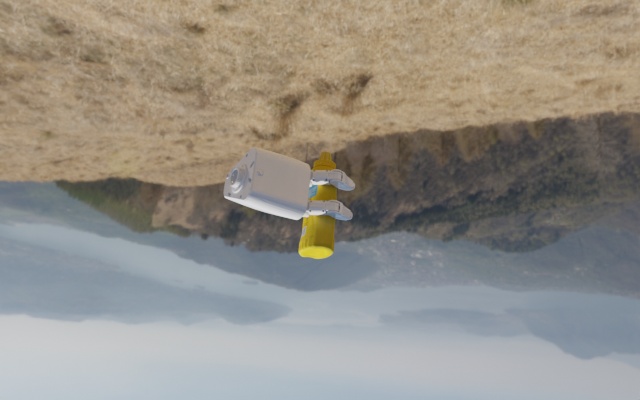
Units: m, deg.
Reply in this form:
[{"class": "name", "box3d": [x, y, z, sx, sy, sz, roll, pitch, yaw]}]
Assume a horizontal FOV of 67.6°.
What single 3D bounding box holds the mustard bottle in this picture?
[{"class": "mustard bottle", "box3d": [0.000, 0.003, 0.854, 0.058, 0.191, 0.096, 9, -19, -11]}]
